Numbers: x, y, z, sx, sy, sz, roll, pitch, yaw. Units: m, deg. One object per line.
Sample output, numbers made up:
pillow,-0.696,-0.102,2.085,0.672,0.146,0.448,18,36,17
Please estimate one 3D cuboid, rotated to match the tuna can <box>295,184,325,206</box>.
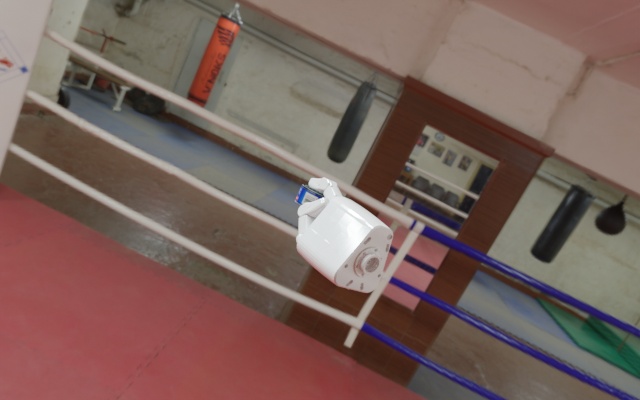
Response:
tuna can,0.000,0.002,0.837,0.086,0.034,0.086,23,7,-3
